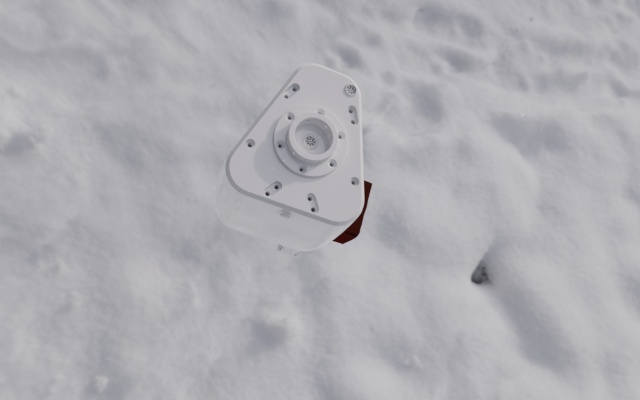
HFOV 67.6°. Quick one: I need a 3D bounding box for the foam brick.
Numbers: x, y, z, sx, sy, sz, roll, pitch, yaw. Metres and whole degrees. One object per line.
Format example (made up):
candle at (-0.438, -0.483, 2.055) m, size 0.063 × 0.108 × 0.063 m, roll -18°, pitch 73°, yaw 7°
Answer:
foam brick at (0.000, 0.001, 0.439) m, size 0.078 × 0.053 × 0.051 m, roll 19°, pitch -17°, yaw -9°
